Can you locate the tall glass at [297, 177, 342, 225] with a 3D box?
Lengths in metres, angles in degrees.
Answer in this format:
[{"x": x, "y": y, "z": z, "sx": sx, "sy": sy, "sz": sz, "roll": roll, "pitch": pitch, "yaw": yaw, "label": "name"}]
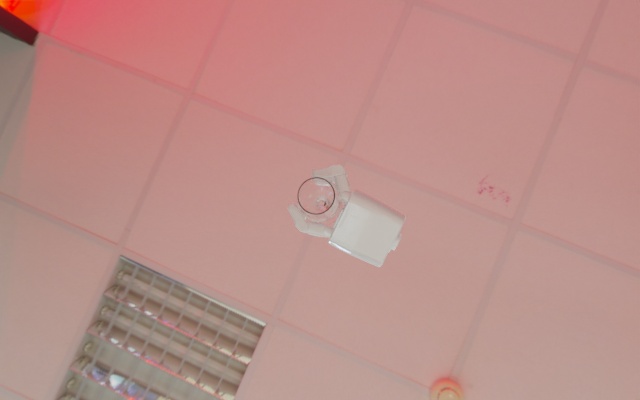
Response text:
[{"x": 0.000, "y": 0.003, "z": 0.874, "sx": 0.079, "sy": 0.079, "sz": 0.201, "roll": 0, "pitch": -6, "yaw": 4, "label": "tall glass"}]
